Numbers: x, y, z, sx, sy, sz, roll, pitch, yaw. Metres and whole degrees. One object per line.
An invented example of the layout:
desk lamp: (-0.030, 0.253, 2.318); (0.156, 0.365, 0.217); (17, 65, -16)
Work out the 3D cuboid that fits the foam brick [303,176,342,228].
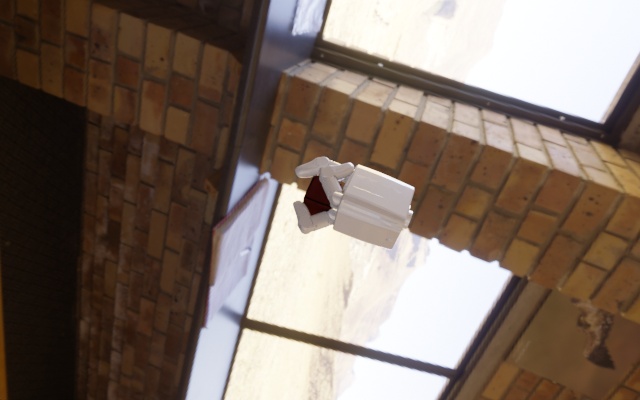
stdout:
foam brick: (0.000, 0.003, 0.839); (0.051, 0.053, 0.078); (21, -30, 6)
